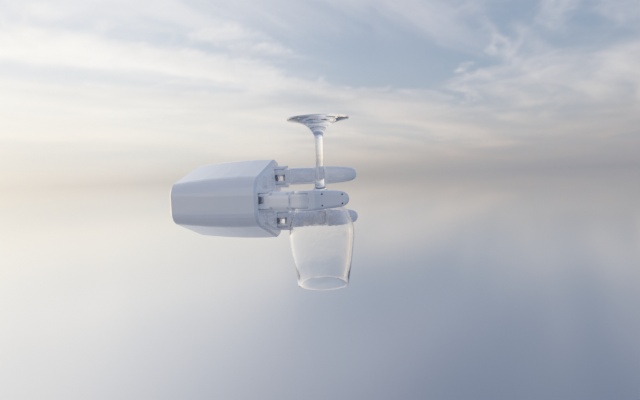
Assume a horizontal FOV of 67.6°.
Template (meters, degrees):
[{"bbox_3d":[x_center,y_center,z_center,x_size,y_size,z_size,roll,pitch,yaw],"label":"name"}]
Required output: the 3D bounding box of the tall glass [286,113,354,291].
[{"bbox_3d":[0.000,0.001,0.570,0.079,0.201,0.079,-2,3,0],"label":"tall glass"}]
